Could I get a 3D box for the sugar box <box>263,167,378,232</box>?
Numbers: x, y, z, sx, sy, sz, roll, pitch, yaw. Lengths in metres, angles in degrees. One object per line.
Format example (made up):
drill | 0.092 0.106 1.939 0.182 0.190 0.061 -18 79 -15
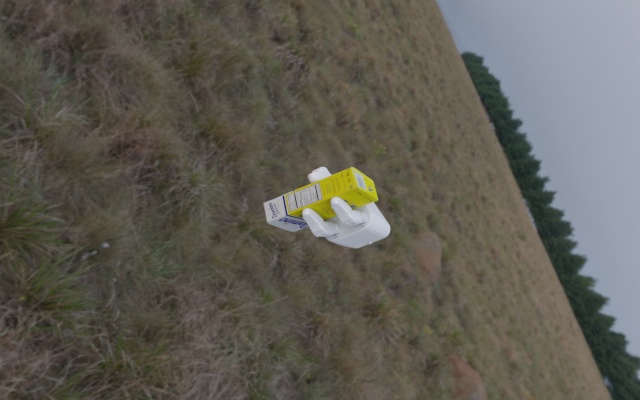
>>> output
sugar box | 0.000 0.003 0.825 0.176 0.048 0.093 -24 -24 22
